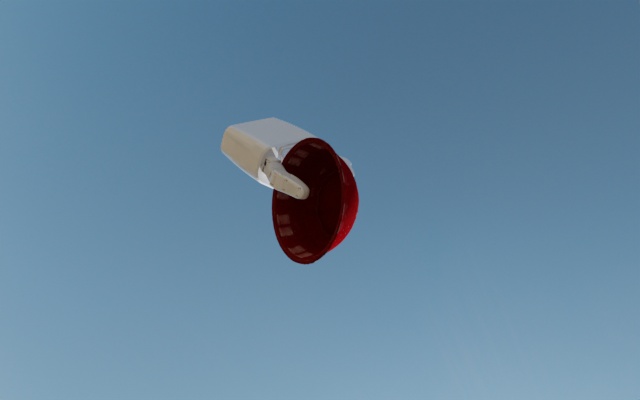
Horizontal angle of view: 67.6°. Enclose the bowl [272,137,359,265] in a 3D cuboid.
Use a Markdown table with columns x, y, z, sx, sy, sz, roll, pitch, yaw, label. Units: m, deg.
| x | y | z | sx | sy | sz | roll | pitch | yaw | label |
| --- | --- | --- | --- | --- | --- | --- | --- | --- | --- |
| 0.001 | 0.003 | 0.621 | 0.055 | 0.162 | 0.162 | 6 | -3 | -36 | bowl |
